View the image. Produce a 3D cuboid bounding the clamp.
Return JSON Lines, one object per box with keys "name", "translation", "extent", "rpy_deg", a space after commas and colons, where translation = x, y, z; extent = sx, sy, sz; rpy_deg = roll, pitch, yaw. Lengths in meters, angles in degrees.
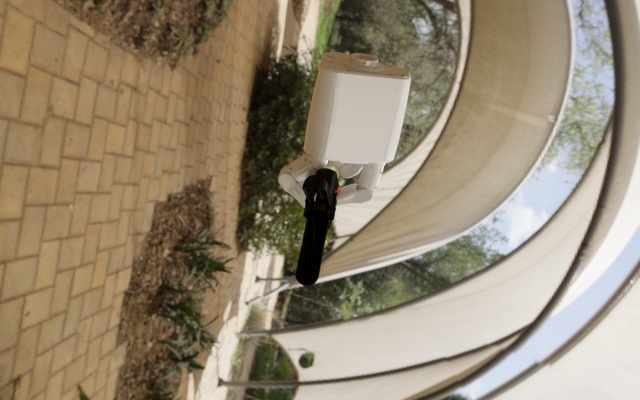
{"name": "clamp", "translation": [0.001, 0.002, 0.543], "extent": [0.039, 0.120, 0.171], "rpy_deg": [11, 30, 1]}
